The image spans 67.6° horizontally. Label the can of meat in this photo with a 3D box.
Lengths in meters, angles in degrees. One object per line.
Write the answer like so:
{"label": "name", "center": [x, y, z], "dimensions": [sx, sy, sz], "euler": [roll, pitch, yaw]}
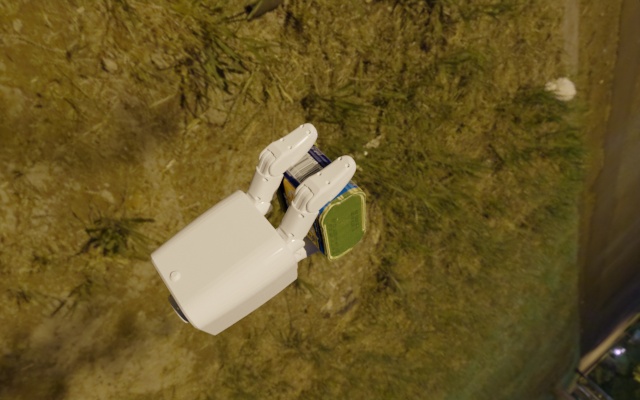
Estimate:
{"label": "can of meat", "center": [0.000, 0.002, 0.484], "dimensions": [0.057, 0.084, 0.102], "euler": [-34, -32, -16]}
